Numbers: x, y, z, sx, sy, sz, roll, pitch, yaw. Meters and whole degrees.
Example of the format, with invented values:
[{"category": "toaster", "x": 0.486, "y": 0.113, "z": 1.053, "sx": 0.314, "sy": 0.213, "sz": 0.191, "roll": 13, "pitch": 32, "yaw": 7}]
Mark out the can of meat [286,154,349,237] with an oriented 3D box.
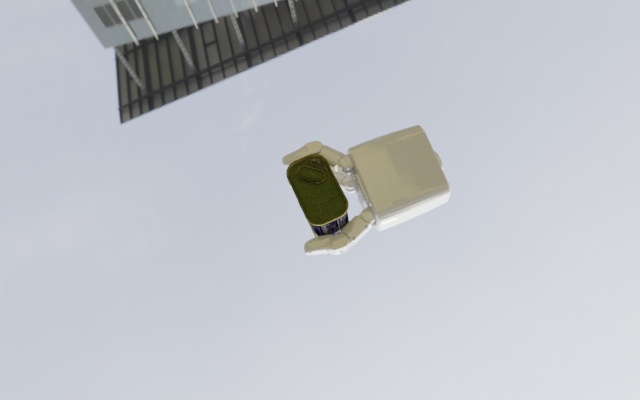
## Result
[{"category": "can of meat", "x": 0.000, "y": 0.002, "z": 0.646, "sx": 0.057, "sy": 0.102, "sz": 0.084, "roll": -24, "pitch": -27, "yaw": -4}]
